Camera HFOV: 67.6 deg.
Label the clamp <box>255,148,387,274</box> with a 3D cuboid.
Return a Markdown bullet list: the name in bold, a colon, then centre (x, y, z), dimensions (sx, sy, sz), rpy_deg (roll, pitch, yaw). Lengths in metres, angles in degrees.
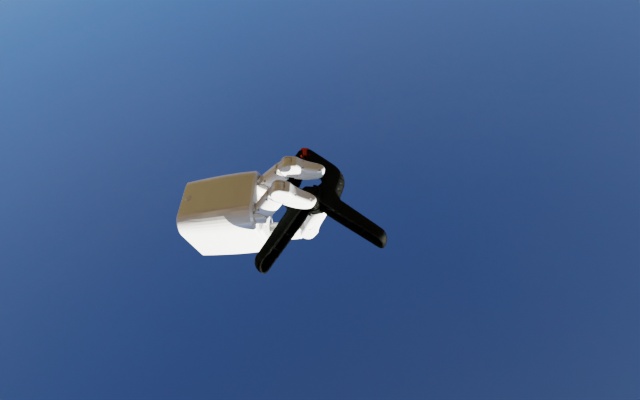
- **clamp**: centre (0.000, 0.002, 0.644), dimensions (0.164, 0.209, 0.036), rpy_deg (-7, -45, 7)
